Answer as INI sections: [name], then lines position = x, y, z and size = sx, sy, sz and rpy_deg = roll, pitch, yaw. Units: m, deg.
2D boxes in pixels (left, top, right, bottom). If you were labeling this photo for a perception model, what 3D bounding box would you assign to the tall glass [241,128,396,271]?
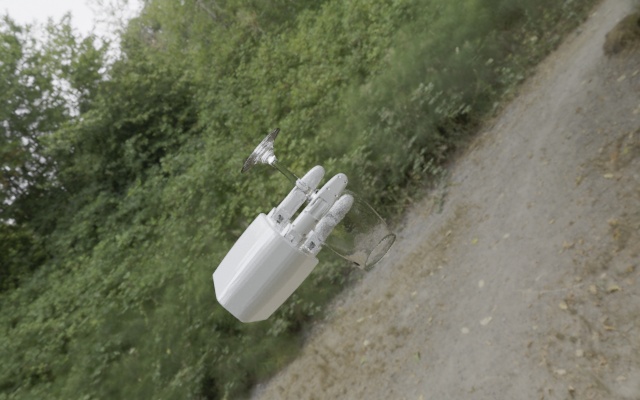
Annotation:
[tall glass]
position = 0.000, 0.001, 0.601
size = 0.201, 0.079, 0.079
rpy_deg = 40, -2, -2
